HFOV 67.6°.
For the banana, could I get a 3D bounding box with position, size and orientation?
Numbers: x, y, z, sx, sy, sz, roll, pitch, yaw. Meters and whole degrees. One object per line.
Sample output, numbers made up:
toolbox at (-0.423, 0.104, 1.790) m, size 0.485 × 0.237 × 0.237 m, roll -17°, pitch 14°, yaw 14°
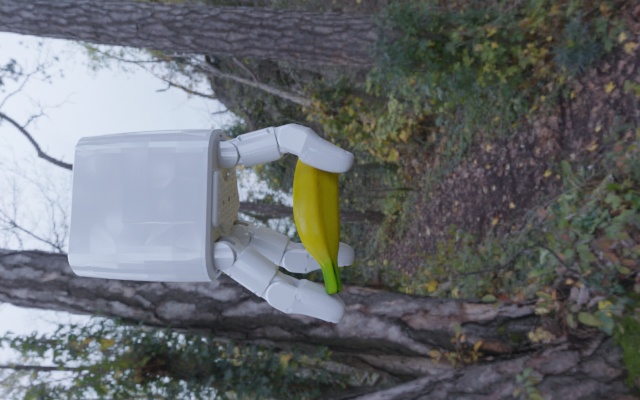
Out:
banana at (-0.001, -0.012, 0.408) m, size 0.037 × 0.070 × 0.197 m, roll -2°, pitch 34°, yaw 4°
